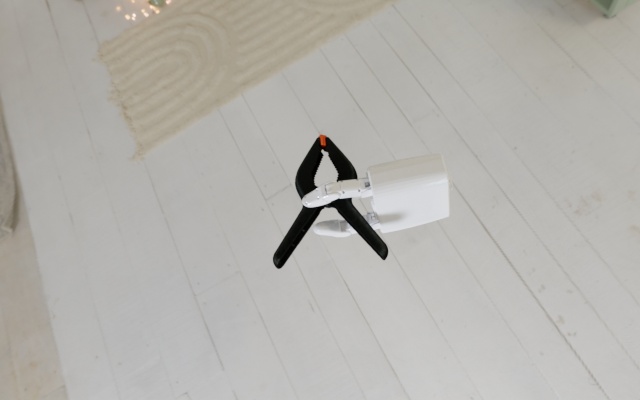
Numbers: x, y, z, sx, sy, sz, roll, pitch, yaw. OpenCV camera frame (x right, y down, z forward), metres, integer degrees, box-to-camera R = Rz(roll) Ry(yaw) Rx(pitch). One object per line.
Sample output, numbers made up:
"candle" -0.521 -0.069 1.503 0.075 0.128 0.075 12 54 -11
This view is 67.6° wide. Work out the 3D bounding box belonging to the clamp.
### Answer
"clamp" 0.000 0.001 0.708 0.164 0.210 0.036 -12 -22 5
